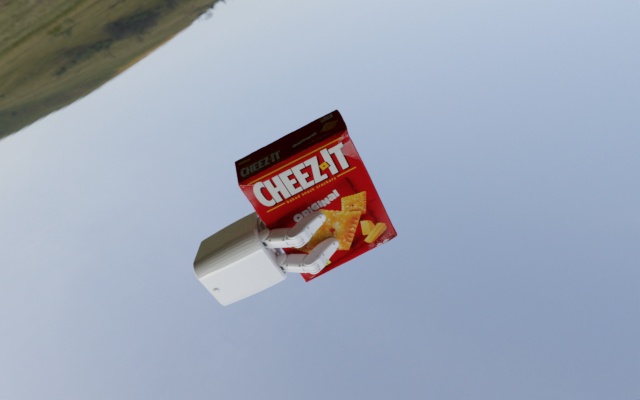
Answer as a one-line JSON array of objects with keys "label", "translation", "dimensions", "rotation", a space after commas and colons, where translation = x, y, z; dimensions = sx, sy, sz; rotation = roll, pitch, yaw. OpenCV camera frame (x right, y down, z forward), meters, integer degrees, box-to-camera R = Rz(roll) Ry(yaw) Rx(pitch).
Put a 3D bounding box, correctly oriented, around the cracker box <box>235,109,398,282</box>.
[{"label": "cracker box", "translation": [0.000, 0.002, 0.697], "dimensions": [0.164, 0.214, 0.072], "rotation": [-27, 36, 5]}]
